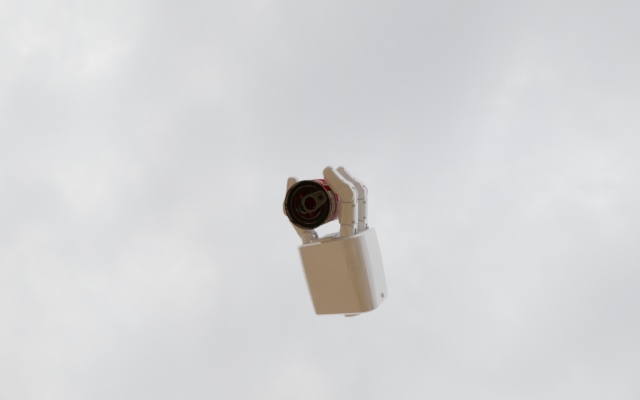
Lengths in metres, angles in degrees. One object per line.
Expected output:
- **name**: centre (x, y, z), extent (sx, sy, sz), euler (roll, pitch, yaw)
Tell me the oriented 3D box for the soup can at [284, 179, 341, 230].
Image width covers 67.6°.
- **soup can**: centre (0.000, 0.002, 0.689), extent (0.068, 0.068, 0.102), euler (0, 4, 21)
